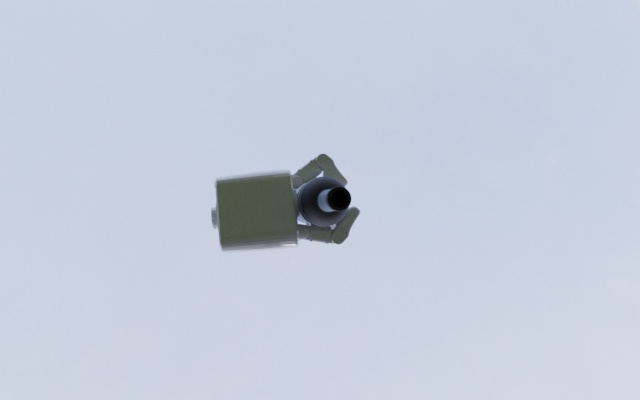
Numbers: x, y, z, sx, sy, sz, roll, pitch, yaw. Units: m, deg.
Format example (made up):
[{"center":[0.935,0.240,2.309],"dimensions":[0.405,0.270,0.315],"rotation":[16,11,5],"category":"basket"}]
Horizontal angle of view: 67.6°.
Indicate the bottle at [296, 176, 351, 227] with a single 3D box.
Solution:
[{"center":[0.000,0.002,0.667],"dimensions":[0.069,0.069,0.296],"rotation":[0,-2,-8],"category":"bottle"}]
